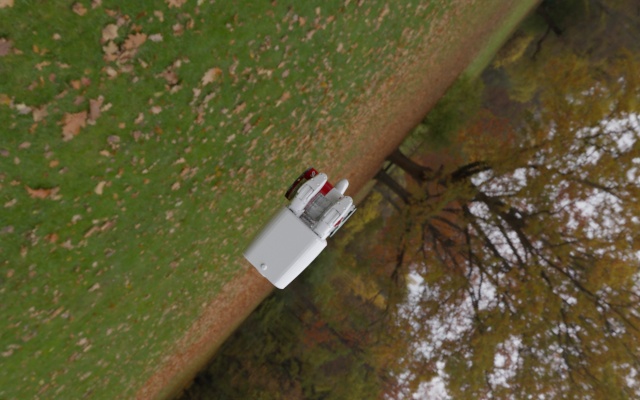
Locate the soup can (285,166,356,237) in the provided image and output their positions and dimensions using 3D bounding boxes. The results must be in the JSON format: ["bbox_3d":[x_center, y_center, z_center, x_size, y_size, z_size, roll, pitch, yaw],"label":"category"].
[{"bbox_3d":[0.001,0.002,0.789,0.102,0.068,0.068,43,4,5],"label":"soup can"}]
